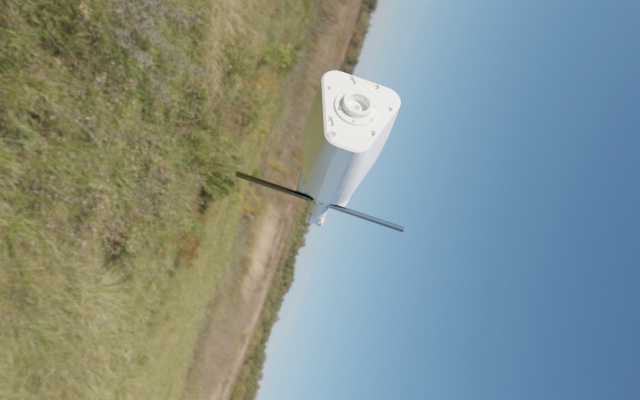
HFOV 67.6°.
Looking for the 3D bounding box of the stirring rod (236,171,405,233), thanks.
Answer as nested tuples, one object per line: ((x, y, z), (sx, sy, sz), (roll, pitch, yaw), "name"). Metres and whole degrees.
((0.000, 0.002, 0.652), (0.239, 0.011, 0.011), (19, -1, -2), "stirring rod")
